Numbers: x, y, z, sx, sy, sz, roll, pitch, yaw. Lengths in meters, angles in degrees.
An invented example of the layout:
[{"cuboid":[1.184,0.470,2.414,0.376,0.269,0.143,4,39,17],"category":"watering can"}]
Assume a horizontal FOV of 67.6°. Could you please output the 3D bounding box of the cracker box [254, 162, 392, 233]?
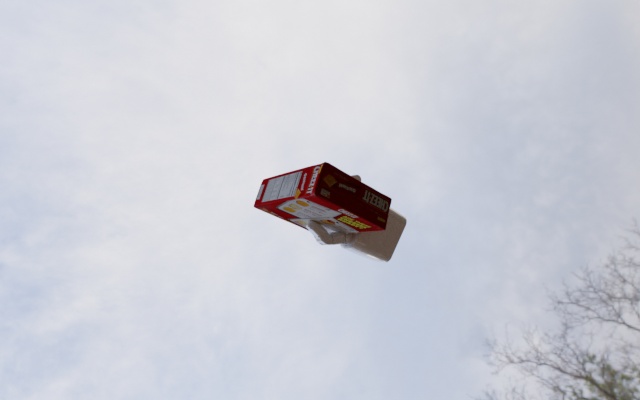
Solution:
[{"cuboid":[0.000,0.003,0.896,0.164,0.072,0.214,26,-20,-31],"category":"cracker box"}]
